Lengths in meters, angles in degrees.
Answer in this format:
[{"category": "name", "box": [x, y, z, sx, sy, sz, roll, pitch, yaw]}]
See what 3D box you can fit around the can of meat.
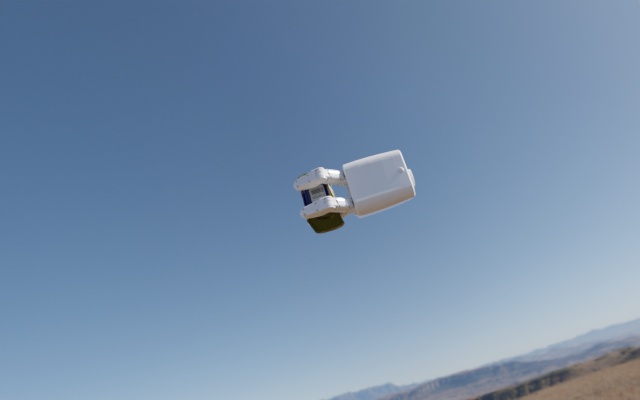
[{"category": "can of meat", "box": [0.000, 0.003, 0.869, 0.057, 0.084, 0.102, -19, -23, 6]}]
